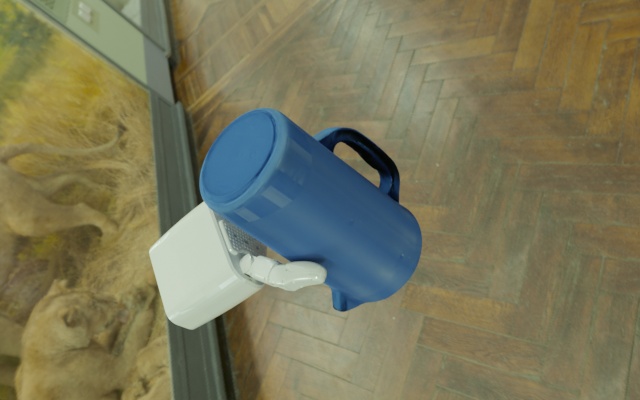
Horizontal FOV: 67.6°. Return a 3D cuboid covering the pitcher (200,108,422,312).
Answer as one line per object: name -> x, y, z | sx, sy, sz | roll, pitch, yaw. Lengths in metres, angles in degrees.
pitcher -> 0.000, 0.002, 0.508 | 0.145, 0.149, 0.243 | -34, -43, 19
